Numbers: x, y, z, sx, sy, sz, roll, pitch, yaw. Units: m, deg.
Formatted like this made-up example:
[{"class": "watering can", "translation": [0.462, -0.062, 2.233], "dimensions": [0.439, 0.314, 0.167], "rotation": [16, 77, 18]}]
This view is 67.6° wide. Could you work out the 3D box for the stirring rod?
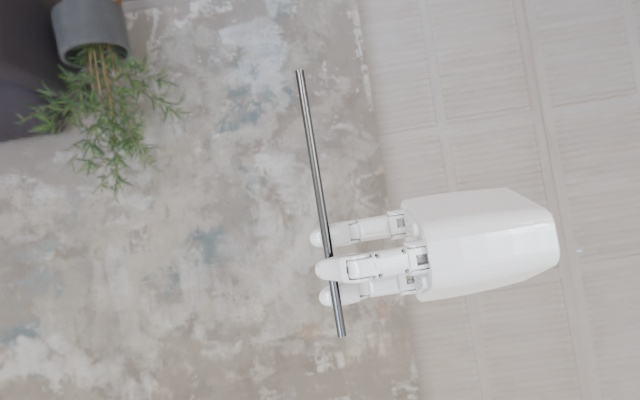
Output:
[{"class": "stirring rod", "translation": [0.000, 0.001, 0.427], "dimensions": [0.011, 0.239, 0.011], "rotation": [-9, -2, 0]}]
